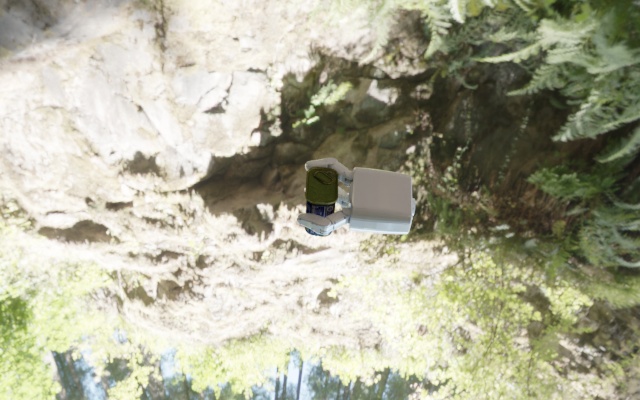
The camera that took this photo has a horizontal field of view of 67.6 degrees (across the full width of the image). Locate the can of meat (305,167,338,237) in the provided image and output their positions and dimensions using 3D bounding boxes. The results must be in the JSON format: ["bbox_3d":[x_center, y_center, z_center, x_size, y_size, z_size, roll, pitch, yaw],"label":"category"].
[{"bbox_3d":[0.000,0.003,0.861,0.057,0.084,0.102,4,40,-1],"label":"can of meat"}]
